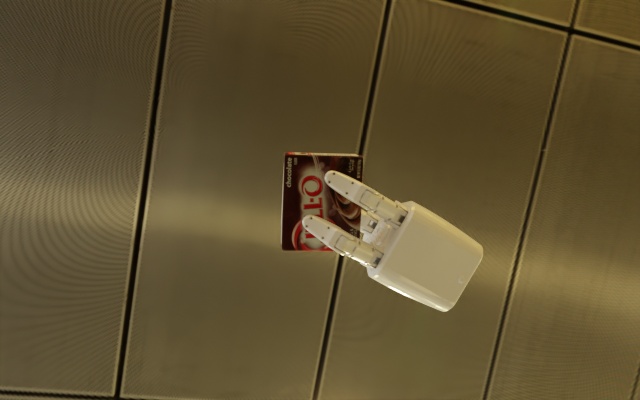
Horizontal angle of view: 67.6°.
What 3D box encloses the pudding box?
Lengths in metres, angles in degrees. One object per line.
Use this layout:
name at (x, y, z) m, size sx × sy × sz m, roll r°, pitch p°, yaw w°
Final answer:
pudding box at (0.000, 0.002, 0.550) m, size 0.090 × 0.113 × 0.039 m, roll 1°, pitch 7°, yaw -8°
